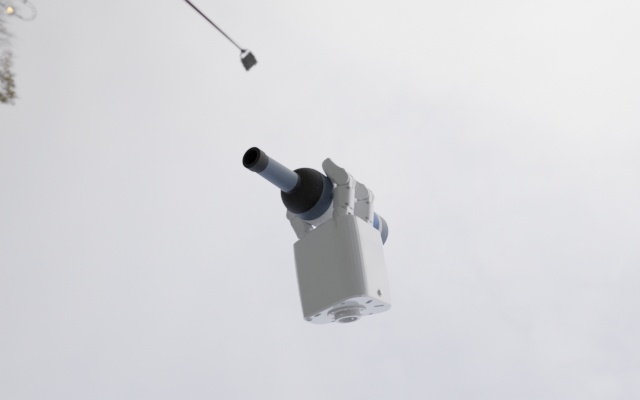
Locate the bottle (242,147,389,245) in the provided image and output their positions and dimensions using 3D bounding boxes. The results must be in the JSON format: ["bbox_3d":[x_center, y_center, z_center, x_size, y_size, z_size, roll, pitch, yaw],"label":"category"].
[{"bbox_3d":[0.000,0.002,0.657,0.069,0.069,0.296,0,-21,35],"label":"bottle"}]
